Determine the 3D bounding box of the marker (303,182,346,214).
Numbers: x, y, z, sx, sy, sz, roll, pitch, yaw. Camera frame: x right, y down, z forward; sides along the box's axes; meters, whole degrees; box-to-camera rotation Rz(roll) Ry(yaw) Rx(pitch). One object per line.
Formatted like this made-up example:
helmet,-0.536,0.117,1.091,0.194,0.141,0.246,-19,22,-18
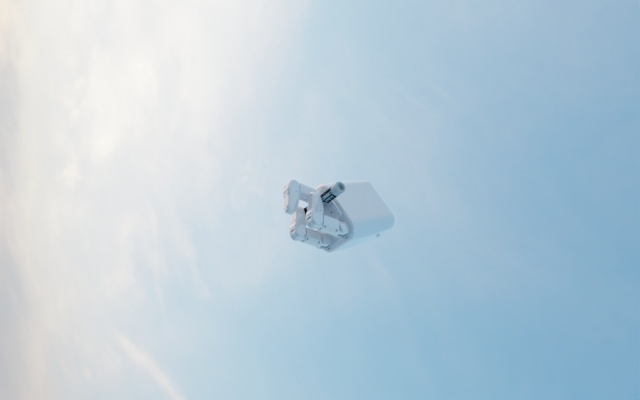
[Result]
marker,0.000,0.003,0.788,0.020,0.020,0.121,0,-24,-35
